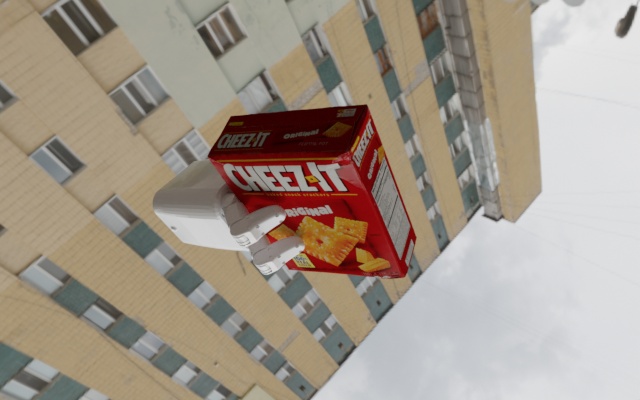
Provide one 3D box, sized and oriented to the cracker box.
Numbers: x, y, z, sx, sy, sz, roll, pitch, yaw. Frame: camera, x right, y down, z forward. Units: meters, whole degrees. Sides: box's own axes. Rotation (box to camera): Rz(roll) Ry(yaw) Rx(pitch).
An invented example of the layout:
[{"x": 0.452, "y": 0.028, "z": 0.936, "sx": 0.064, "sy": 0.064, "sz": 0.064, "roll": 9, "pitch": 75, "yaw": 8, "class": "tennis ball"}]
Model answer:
[{"x": 0.000, "y": 0.002, "z": 0.535, "sx": 0.164, "sy": 0.072, "sz": 0.214, "roll": 1, "pitch": -39, "yaw": 28, "class": "cracker box"}]
